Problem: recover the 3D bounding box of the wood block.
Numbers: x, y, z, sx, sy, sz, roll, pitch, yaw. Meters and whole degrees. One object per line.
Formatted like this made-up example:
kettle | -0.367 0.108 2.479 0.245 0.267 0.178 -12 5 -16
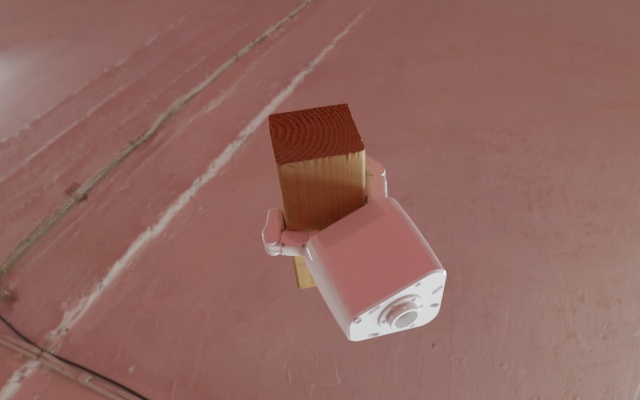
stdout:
wood block | 0.000 0.002 0.562 0.091 0.206 0.090 -9 44 -5
